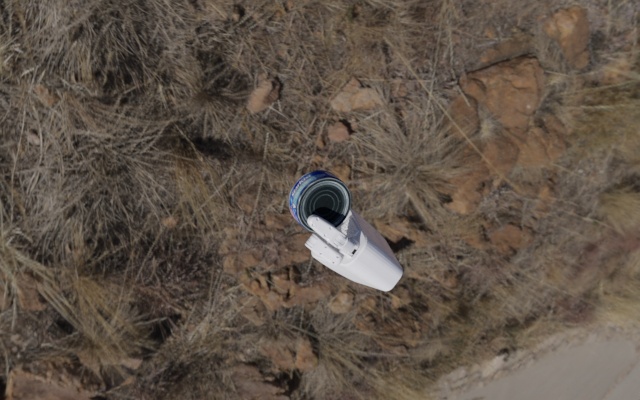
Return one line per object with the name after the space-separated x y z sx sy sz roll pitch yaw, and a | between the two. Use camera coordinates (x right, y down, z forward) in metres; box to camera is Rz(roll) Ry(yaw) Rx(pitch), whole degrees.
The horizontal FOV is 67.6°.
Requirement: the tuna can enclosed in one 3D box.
0.000 0.002 0.679 0.086 0.086 0.033 0 20 -24 | tuna can
